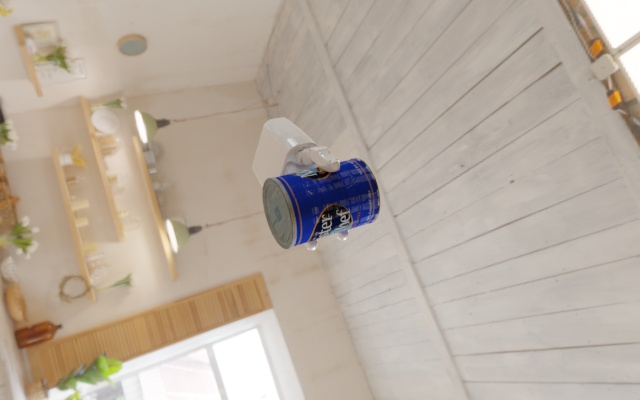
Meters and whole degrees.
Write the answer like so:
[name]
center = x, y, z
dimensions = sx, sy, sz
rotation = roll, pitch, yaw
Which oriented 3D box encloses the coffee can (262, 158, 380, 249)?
[coffee can]
center = 0.000, 0.002, 0.691
dimensions = 0.140, 0.103, 0.103
rotation = -15, 6, -24
